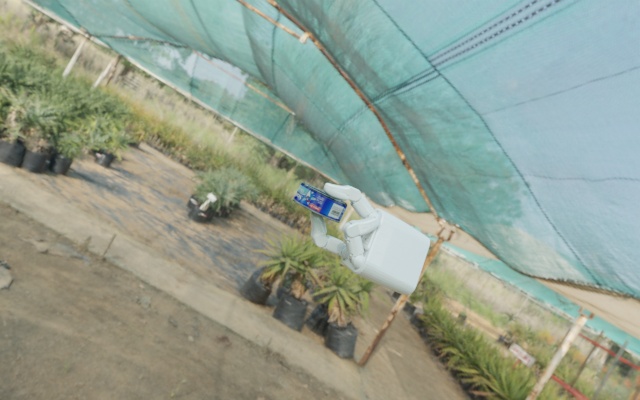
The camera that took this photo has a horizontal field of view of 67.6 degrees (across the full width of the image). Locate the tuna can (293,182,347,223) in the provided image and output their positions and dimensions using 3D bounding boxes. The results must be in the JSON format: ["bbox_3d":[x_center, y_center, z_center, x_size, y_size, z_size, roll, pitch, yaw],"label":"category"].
[{"bbox_3d":[0.000,0.002,0.779,0.086,0.034,0.086,26,4,-2],"label":"tuna can"}]
